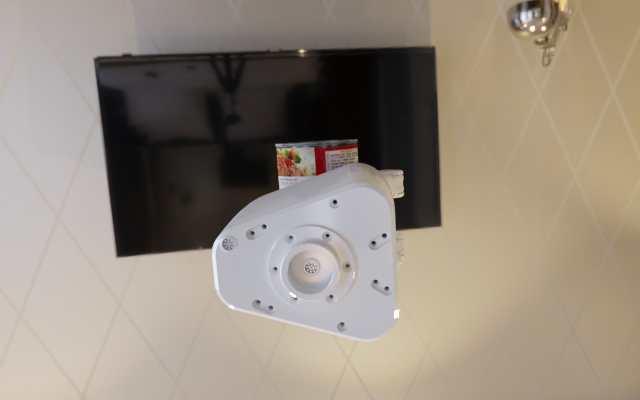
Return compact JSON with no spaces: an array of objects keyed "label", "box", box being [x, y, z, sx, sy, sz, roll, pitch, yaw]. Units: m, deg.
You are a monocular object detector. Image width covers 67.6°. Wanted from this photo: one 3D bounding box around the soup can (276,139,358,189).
[{"label":"soup can","box":[0.000,0.002,0.402,0.068,0.102,0.068,-4,8,1]}]
